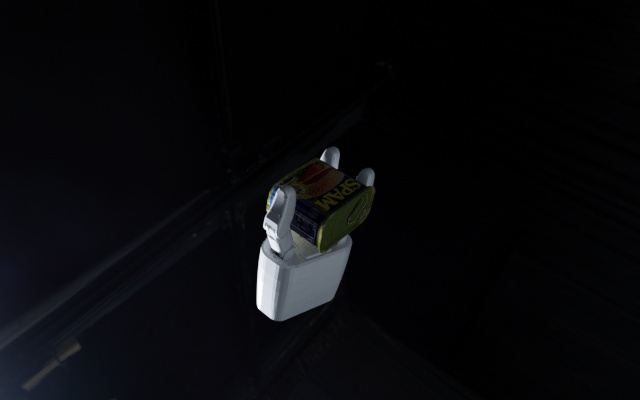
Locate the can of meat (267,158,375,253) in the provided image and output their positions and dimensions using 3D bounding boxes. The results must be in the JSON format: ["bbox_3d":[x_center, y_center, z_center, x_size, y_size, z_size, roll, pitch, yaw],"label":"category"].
[{"bbox_3d":[0.000,0.002,0.559,0.084,0.057,0.102,32,44,25],"label":"can of meat"}]
